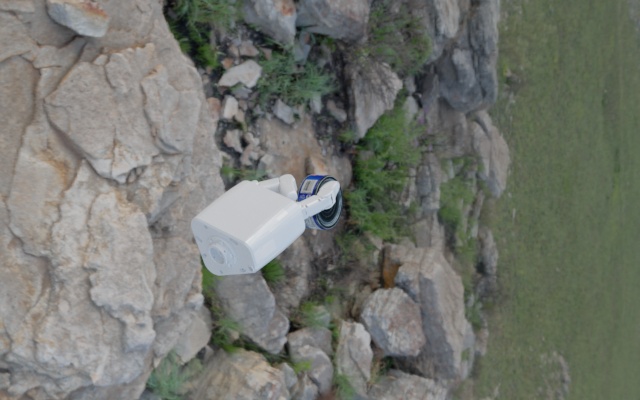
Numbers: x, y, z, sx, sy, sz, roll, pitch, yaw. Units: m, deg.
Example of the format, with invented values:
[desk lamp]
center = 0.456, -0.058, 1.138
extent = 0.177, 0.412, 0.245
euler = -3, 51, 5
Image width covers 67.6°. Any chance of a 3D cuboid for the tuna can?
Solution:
[tuna can]
center = 0.001, 0.002, 0.742
extent = 0.034, 0.086, 0.086
euler = 3, 2, 33
